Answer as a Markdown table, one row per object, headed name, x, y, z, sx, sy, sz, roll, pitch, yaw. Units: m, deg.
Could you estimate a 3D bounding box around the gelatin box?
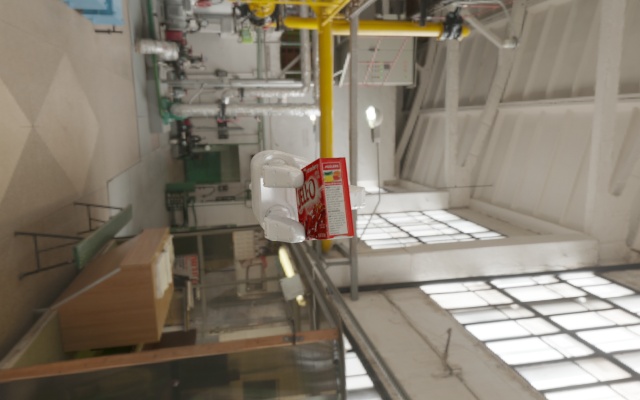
| name | x | y | z | sx | sy | sz | roll | pitch | yaw |
| --- | --- | --- | --- | --- | --- | --- | --- | --- | --- |
| gelatin box | 0.001 | 0.001 | 0.463 | 0.030 | 0.073 | 0.089 | -4 | -4 | -19 |
